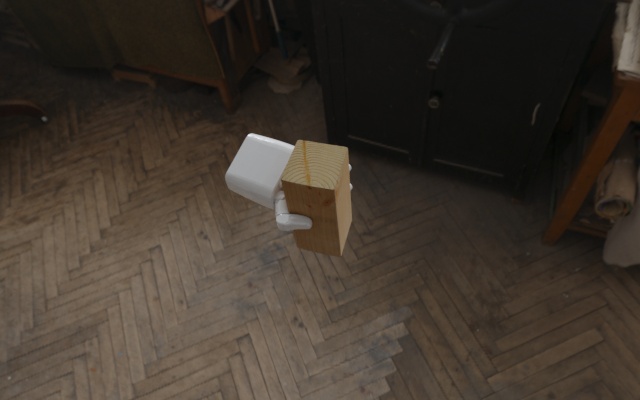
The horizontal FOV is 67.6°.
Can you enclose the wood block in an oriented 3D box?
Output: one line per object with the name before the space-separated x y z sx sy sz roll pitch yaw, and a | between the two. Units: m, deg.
wood block | 0.000 0.003 0.836 0.090 0.090 0.206 11 -34 14
